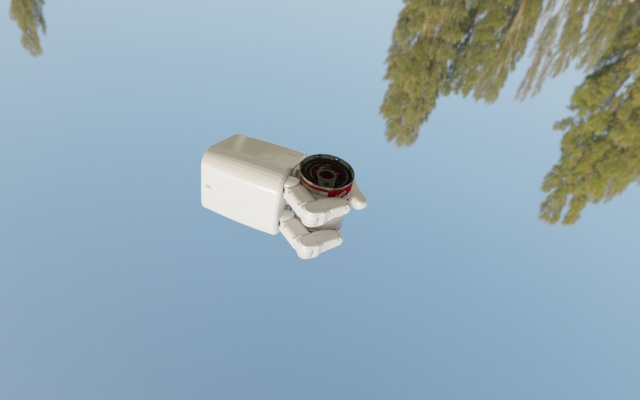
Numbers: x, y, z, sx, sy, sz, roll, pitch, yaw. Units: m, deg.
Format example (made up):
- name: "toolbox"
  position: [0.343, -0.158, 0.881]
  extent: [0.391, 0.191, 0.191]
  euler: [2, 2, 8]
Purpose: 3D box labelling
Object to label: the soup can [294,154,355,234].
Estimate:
- name: "soup can"
  position: [0.001, 0.002, 0.605]
  extent: [0.068, 0.102, 0.068]
  euler: [7, 40, -6]
